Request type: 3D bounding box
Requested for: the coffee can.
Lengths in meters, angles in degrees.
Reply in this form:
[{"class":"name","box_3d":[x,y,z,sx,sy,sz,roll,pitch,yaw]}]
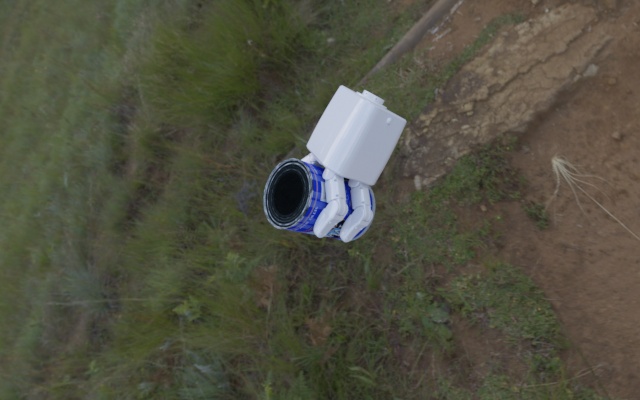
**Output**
[{"class":"coffee can","box_3d":[0.000,0.003,0.721,0.103,0.103,0.140,0,-10,45]}]
